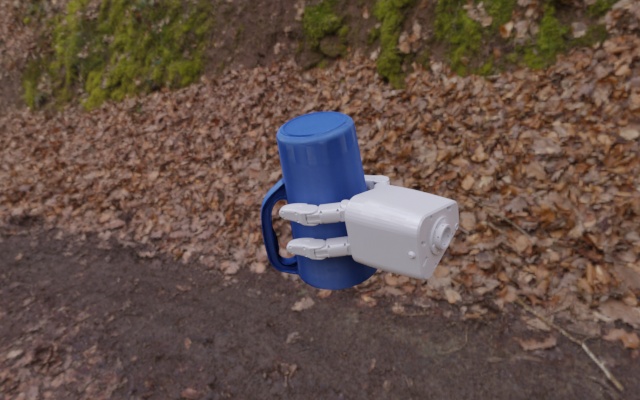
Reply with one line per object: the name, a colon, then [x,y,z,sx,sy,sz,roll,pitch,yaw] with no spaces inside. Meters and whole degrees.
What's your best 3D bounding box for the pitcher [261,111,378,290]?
pitcher: [0.000,0.002,0.701,0.145,0.243,0.149,14,37,38]
